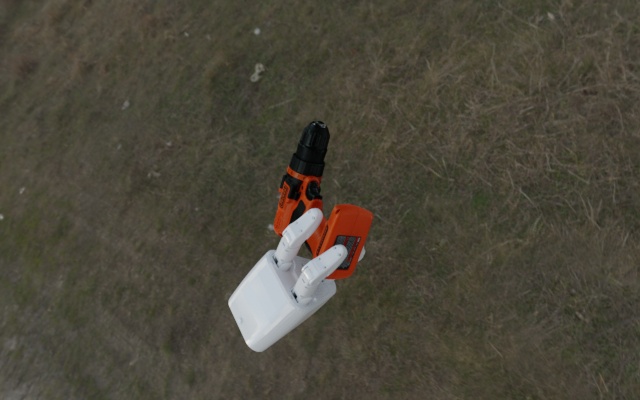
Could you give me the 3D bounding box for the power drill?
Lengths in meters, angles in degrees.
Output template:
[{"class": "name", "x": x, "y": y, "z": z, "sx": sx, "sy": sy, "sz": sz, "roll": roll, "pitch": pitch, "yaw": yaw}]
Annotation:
[{"class": "power drill", "x": 0.000, "y": 0.003, "z": 0.648, "sx": 0.057, "sy": 0.184, "sz": 0.187, "roll": 5, "pitch": 25, "yaw": -26}]
